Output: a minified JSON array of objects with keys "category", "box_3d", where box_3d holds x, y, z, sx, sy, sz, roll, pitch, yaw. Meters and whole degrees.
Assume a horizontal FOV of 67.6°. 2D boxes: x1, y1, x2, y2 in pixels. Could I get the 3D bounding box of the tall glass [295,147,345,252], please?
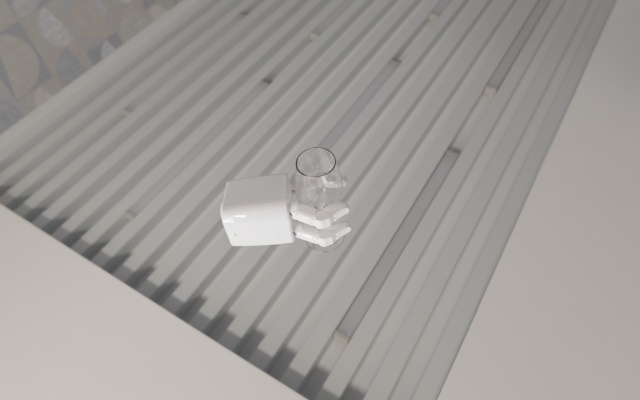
[{"category":"tall glass","box_3d":[0.000,0.003,0.797,0.079,0.079,0.201,0,-38,5]}]
